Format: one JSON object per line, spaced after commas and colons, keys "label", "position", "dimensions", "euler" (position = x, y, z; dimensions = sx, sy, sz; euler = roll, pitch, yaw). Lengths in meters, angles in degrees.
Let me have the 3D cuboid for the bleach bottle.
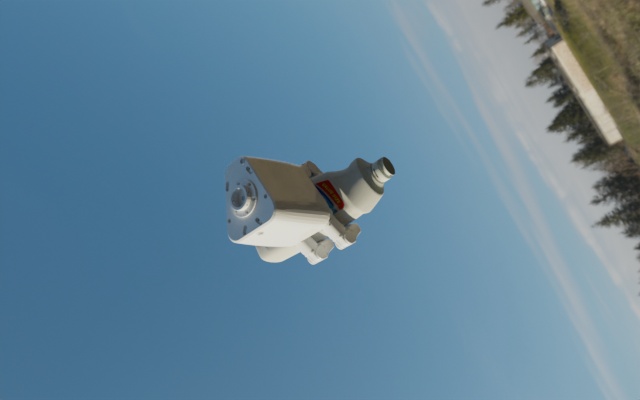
{"label": "bleach bottle", "position": [0.000, 0.002, 0.717], "dimensions": [0.251, 0.102, 0.068], "euler": [-32, -25, 32]}
